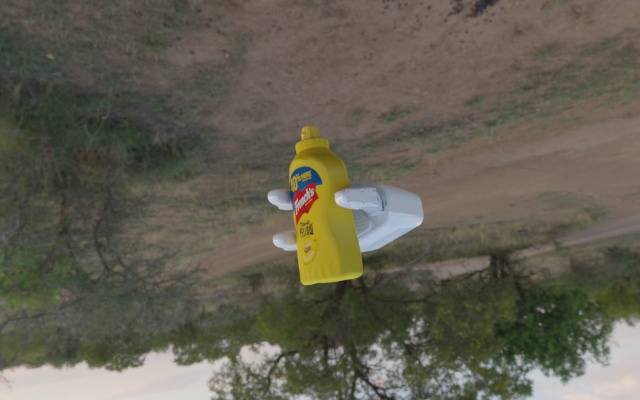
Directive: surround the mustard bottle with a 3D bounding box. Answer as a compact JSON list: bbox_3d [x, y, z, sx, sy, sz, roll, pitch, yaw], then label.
[{"bbox_3d":[0.000,0.002,0.577,0.058,0.191,0.096,-2,-12,-29],"label":"mustard bottle"}]
